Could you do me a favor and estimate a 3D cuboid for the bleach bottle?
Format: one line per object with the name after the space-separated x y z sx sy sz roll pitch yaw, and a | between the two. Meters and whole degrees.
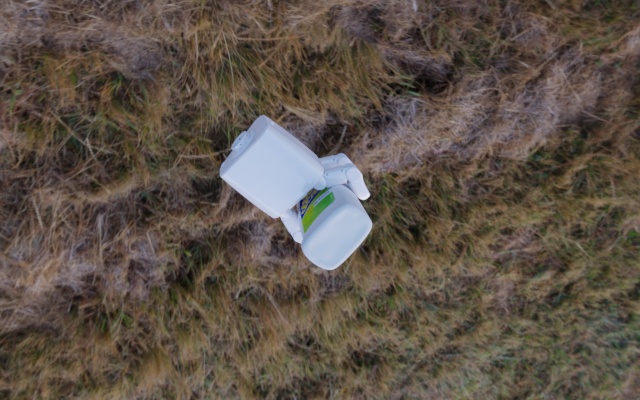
0.000 0.002 0.751 0.068 0.102 0.250 39 10 -23 | bleach bottle
